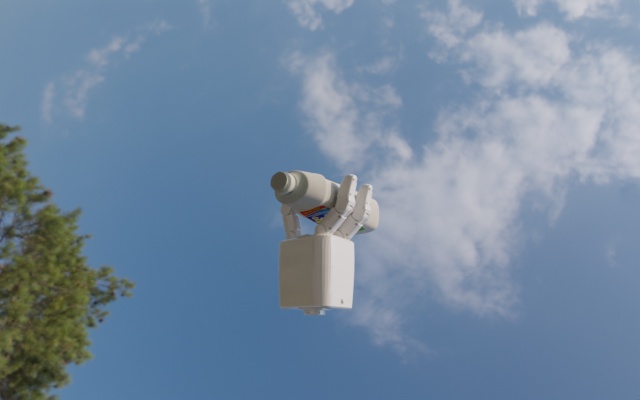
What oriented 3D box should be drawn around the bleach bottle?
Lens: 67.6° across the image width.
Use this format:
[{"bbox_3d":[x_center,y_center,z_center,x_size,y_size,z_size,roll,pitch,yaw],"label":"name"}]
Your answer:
[{"bbox_3d":[0.000,0.002,0.764,0.102,0.068,0.251,-8,-17,30],"label":"bleach bottle"}]
